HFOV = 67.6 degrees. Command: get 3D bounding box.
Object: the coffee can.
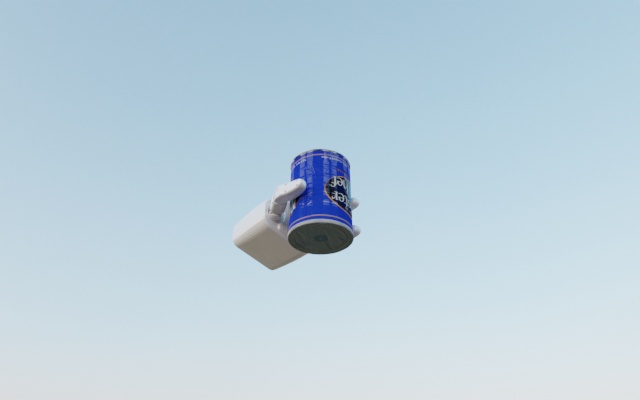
[{"bbox_3d":[0.000,0.003,0.775,0.103,0.140,0.103,0,-34,0],"label":"coffee can"}]
